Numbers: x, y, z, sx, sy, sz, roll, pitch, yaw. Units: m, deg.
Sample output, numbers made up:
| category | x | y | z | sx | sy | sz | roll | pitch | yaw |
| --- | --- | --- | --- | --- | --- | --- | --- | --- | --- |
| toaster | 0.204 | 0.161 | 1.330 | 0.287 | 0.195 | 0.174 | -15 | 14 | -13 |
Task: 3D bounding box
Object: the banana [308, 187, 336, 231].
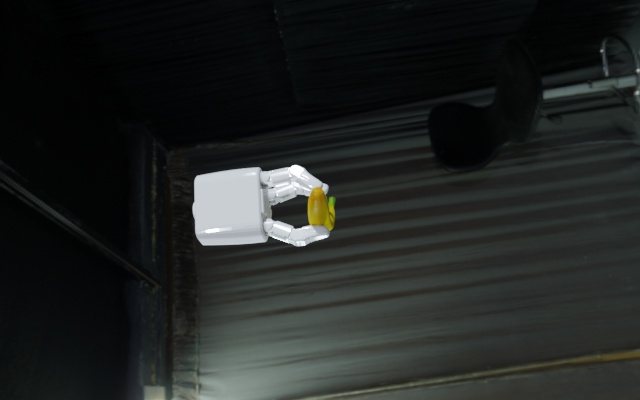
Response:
| category | x | y | z | sx | sy | sz | roll | pitch | yaw |
| --- | --- | --- | --- | --- | --- | --- | --- | --- | --- |
| banana | 0.001 | 0.021 | 0.783 | 0.037 | 0.069 | 0.198 | -2 | -4 | 6 |
